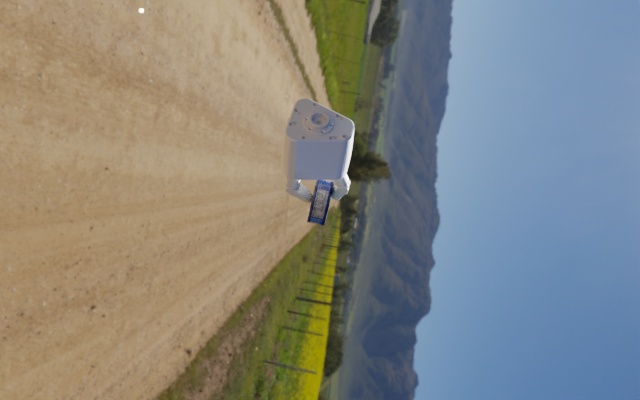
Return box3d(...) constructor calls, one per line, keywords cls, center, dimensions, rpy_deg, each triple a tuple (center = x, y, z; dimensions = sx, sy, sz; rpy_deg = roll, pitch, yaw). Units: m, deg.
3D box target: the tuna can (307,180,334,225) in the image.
box3d(cls="tuna can", center=(0.001, 0.003, 0.894), dimensions=(0.034, 0.086, 0.086), rpy_deg=(13, 0, 0))
